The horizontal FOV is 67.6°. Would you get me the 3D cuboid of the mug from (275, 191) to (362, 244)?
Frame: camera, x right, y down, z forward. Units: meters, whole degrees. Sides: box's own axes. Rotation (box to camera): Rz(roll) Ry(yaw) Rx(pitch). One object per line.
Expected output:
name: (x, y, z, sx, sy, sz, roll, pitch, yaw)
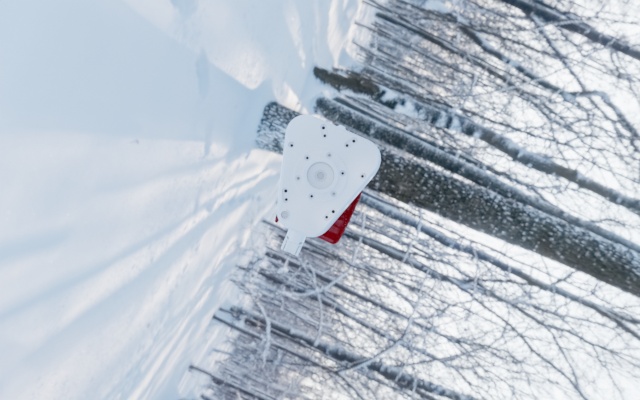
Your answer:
mug: (0.000, 0.002, 0.606, 0.081, 0.093, 0.117, 25, 2, 0)
